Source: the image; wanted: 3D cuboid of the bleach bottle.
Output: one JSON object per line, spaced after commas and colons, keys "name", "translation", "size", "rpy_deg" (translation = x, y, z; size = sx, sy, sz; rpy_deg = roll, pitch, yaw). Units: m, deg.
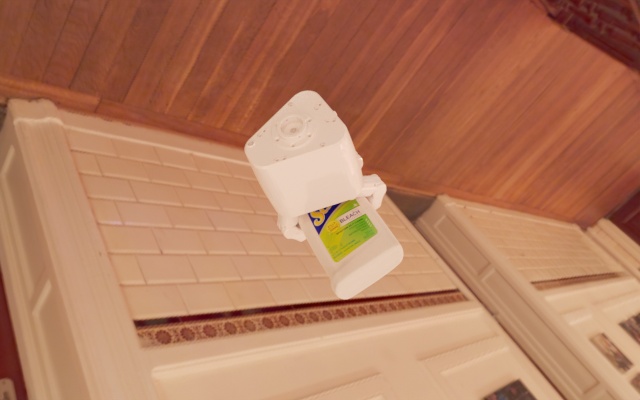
{"name": "bleach bottle", "translation": [0.000, 0.002, 0.641], "size": [0.102, 0.250, 0.068], "rpy_deg": [-33, -31, -5]}
